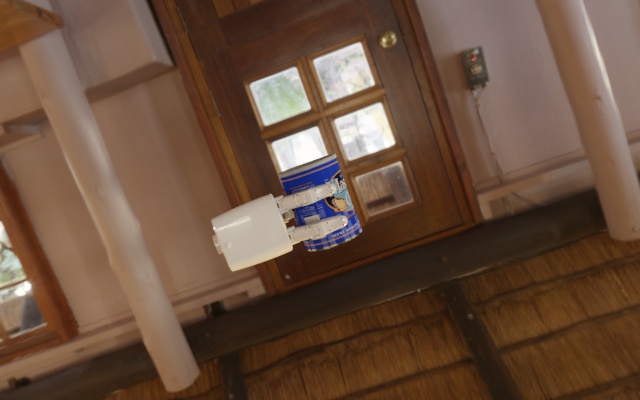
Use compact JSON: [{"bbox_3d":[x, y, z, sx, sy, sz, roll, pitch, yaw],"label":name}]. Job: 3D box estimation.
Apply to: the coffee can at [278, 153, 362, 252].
[{"bbox_3d":[0.000,0.002,0.813,0.103,0.140,0.103,-20,8,3],"label":"coffee can"}]
